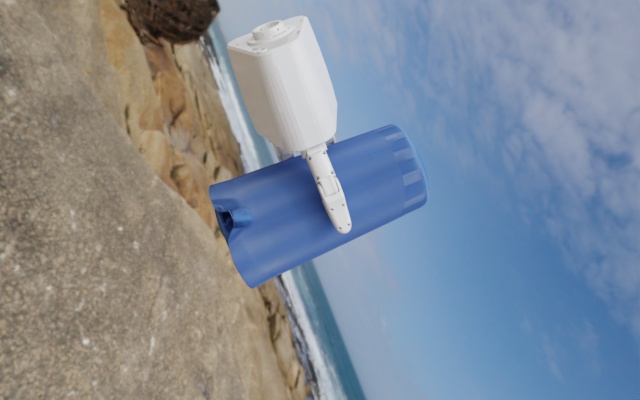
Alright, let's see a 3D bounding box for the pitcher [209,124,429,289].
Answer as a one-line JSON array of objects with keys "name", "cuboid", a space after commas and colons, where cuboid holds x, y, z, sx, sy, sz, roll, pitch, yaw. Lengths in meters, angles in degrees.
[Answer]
[{"name": "pitcher", "cuboid": [0.000, 0.002, 0.586, 0.243, 0.145, 0.149, -22, 31, -3]}]
